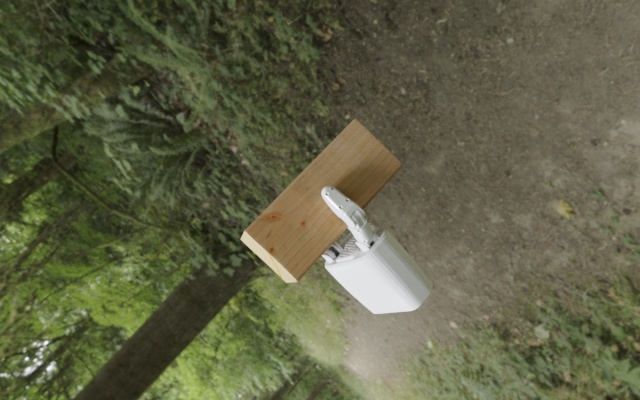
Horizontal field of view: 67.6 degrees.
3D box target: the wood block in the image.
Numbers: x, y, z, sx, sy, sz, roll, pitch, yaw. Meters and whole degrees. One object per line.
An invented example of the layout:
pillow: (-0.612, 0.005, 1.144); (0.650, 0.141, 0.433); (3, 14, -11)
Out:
wood block: (0.000, 0.002, 0.634); (0.090, 0.206, 0.091); (44, -17, -2)
